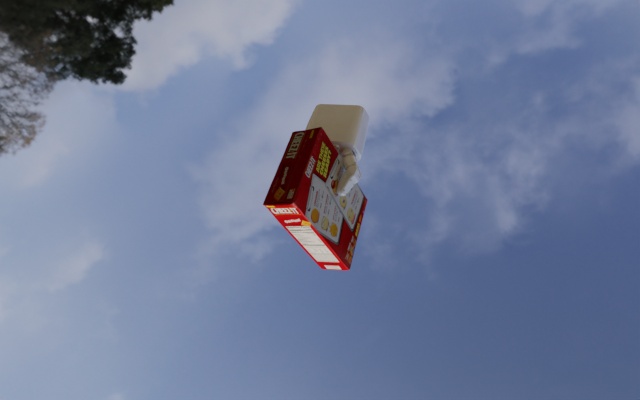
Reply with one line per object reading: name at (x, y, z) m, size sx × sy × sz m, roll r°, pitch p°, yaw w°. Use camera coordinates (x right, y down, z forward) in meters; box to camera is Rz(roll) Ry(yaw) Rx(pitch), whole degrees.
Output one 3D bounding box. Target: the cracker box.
cracker box at (0.000, 0.003, 0.857) m, size 0.072 × 0.164 × 0.214 m, roll -4°, pitch -38°, yaw 31°
